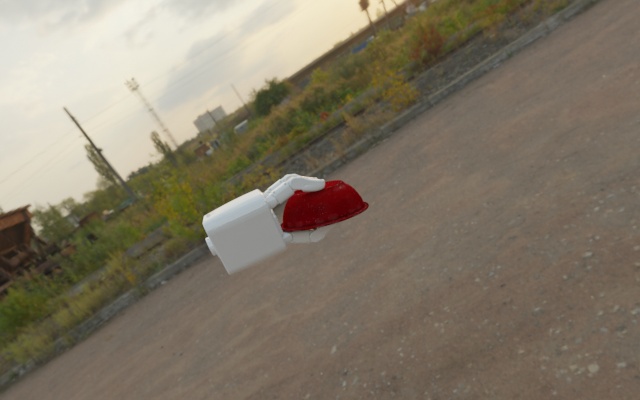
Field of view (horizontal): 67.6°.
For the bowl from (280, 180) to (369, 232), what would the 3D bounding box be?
[{"bbox_3d":[0.001,0.002,0.832,0.162,0.055,0.162,-14,9,2],"label":"bowl"}]
